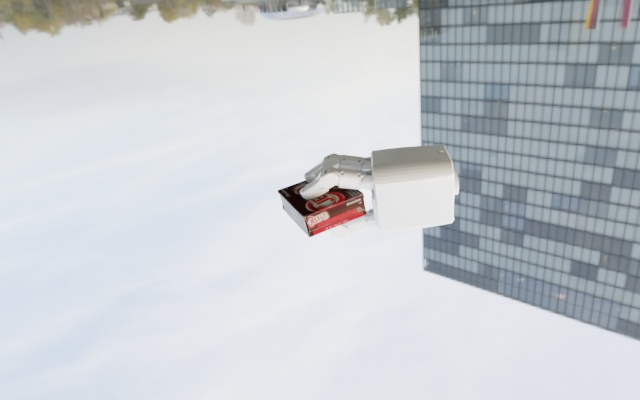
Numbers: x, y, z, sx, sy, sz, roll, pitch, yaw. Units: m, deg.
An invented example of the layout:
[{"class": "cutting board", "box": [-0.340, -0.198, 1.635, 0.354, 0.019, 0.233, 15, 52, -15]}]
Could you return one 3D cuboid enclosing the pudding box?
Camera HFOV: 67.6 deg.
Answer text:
[{"class": "pudding box", "box": [0.000, 0.002, 0.681, 0.090, 0.039, 0.113, -20, 25, -17]}]
